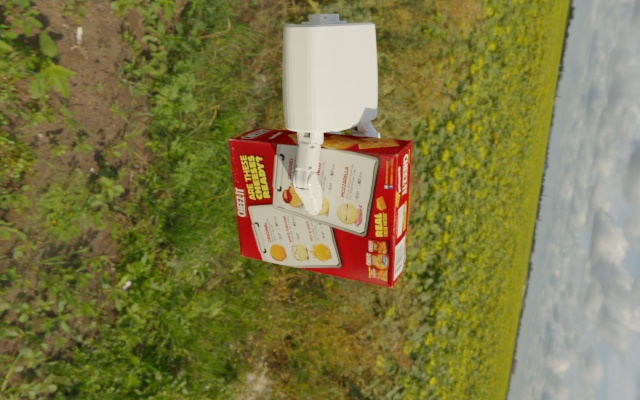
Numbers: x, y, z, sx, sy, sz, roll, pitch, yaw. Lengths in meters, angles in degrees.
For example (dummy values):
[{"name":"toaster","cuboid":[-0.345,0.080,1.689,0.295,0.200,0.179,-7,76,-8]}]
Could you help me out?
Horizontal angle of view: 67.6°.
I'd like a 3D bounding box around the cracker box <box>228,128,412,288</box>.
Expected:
[{"name":"cracker box","cuboid":[0.000,0.002,0.591,0.213,0.164,0.072,8,23,24]}]
